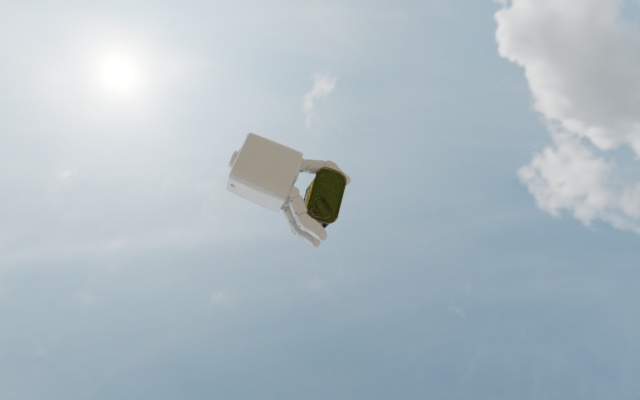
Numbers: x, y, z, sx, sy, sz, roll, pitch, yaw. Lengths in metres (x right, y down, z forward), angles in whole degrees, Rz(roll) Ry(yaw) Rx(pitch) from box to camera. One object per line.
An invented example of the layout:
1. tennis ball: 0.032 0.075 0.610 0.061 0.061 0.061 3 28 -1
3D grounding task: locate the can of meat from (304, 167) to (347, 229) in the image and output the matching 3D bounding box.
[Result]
1. can of meat: 0.000 0.003 0.863 0.057 0.102 0.084 19 -23 -10
